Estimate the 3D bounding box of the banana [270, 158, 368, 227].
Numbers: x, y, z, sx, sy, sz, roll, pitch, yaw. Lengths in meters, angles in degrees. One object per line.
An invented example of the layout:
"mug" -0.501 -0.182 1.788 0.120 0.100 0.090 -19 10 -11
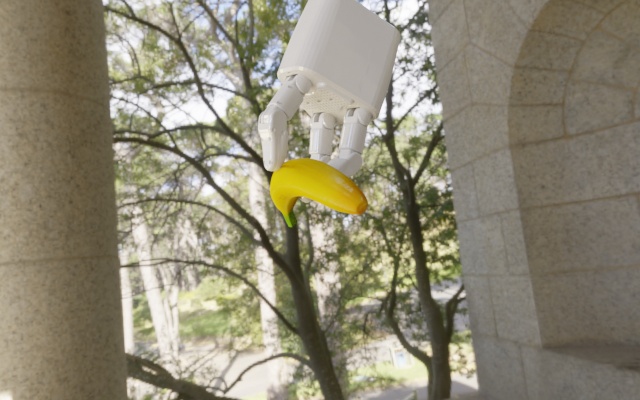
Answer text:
"banana" -0.013 -0.012 0.475 0.037 0.069 0.198 -45 10 -18
